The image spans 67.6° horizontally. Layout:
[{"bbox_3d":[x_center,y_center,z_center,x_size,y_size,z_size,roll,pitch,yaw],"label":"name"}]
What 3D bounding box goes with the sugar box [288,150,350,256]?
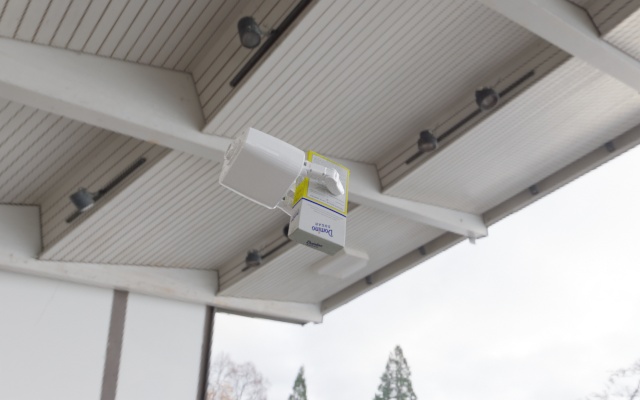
[{"bbox_3d":[0.000,0.003,0.848,0.093,0.176,0.048,24,-39,-20],"label":"sugar box"}]
